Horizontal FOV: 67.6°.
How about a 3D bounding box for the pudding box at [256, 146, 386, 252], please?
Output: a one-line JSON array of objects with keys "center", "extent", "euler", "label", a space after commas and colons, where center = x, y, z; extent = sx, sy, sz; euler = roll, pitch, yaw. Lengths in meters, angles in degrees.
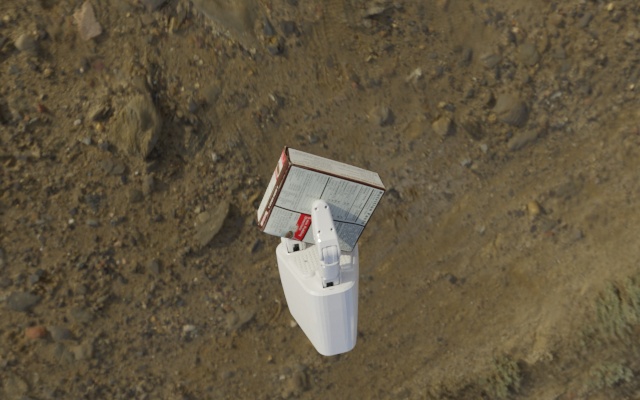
[{"center": [0.000, 0.002, 0.505], "extent": [0.113, 0.090, 0.039], "euler": [14, 29, -23], "label": "pudding box"}]
